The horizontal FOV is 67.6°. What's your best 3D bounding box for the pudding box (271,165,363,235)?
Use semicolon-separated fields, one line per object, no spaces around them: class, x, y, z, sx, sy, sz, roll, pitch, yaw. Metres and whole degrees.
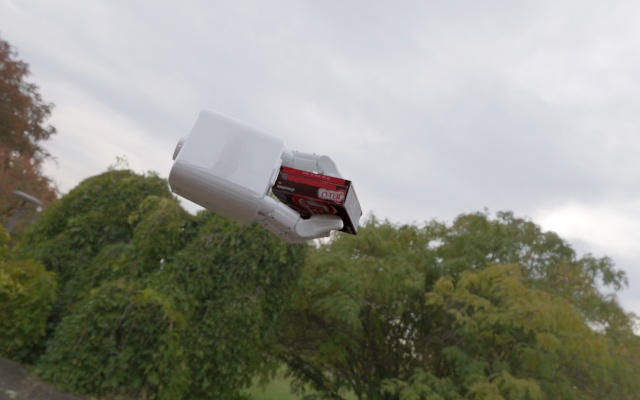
pudding box;0.000;0.002;0.591;0.090;0.039;0.113;14;-15;18
